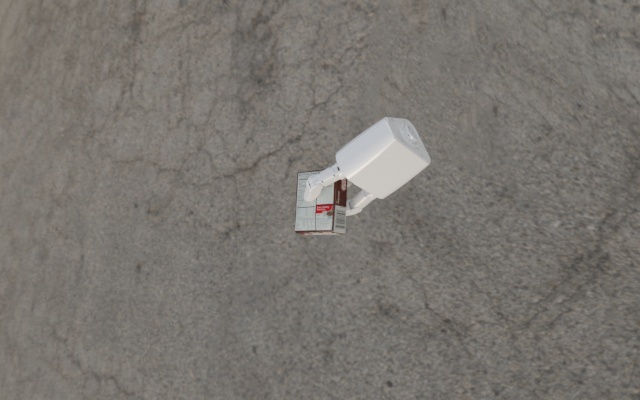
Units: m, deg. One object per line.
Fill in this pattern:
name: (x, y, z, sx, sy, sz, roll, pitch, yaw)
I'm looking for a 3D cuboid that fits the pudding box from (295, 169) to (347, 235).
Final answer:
pudding box: (0.000, 0.003, 0.835, 0.090, 0.113, 0.039, -4, -12, 40)
